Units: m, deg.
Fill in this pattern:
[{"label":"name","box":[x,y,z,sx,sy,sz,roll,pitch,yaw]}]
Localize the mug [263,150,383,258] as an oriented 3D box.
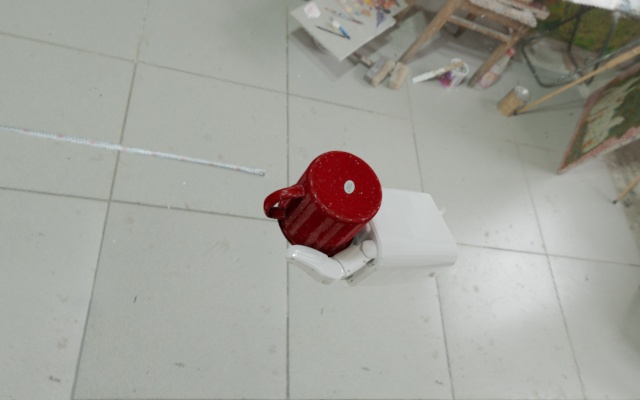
[{"label":"mug","box":[-0.001,0.001,0.485,0.117,0.093,0.081,3,-27,-23]}]
